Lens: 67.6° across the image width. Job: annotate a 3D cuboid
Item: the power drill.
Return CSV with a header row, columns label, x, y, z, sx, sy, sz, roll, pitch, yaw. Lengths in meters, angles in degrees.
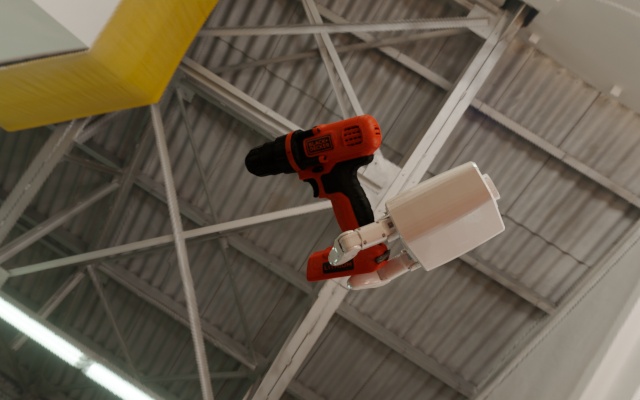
label,x,y,z,sx,sy,sz,roll,pitch,yaw
power drill,0.000,0.002,0.592,0.184,0.187,0.057,-12,4,27
